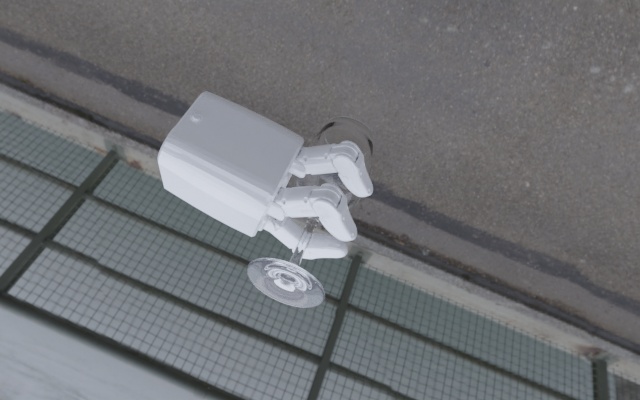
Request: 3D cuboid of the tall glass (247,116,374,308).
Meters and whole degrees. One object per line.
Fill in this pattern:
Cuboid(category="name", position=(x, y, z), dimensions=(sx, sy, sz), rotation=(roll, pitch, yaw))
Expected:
Cuboid(category="tall glass", position=(0.000, 0.002, 0.481), dimensions=(0.079, 0.201, 0.079), rotation=(15, -38, 12))
